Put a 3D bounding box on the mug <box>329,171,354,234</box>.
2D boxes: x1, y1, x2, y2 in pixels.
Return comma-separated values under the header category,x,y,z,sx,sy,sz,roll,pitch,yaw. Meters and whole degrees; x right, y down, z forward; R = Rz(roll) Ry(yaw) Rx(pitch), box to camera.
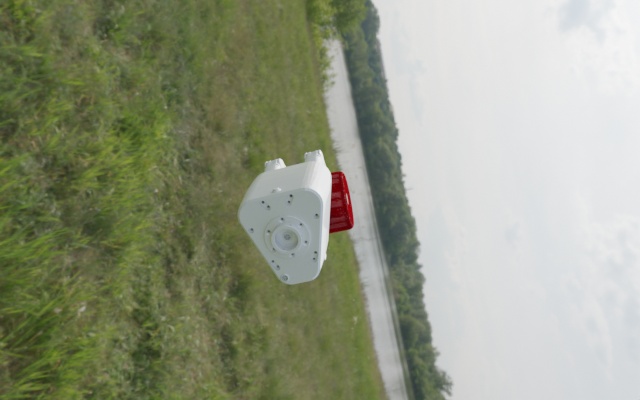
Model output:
category,x,y,z,sx,sy,sz,roll,pitch,yaw
mug,0.000,0.002,0.668,0.081,0.093,0.117,-11,19,8
